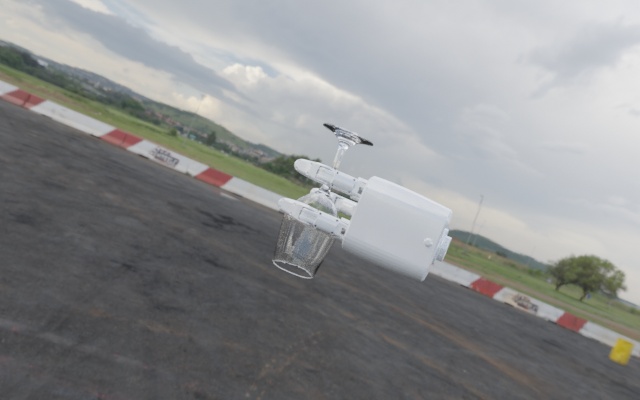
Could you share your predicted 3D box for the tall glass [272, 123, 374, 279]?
[{"bbox_3d":[0.000,0.001,0.648,0.079,0.201,0.079,23,2,-1],"label":"tall glass"}]
